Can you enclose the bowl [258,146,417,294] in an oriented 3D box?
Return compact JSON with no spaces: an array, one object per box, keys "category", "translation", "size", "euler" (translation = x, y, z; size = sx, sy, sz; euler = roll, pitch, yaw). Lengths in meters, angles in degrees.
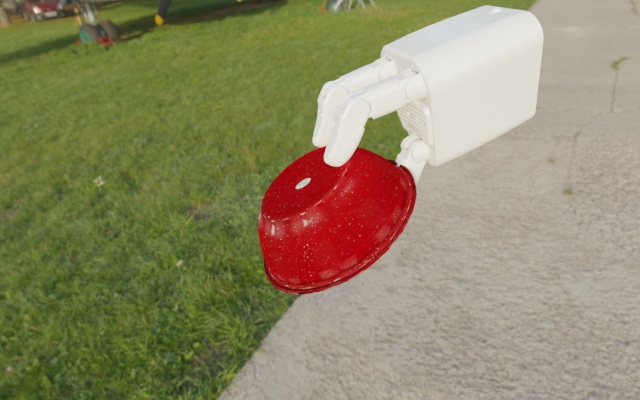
[{"category":"bowl","translation":[-0.001,0.002,0.423],"size":[0.162,0.162,0.055],"euler":[0,-43,47]}]
